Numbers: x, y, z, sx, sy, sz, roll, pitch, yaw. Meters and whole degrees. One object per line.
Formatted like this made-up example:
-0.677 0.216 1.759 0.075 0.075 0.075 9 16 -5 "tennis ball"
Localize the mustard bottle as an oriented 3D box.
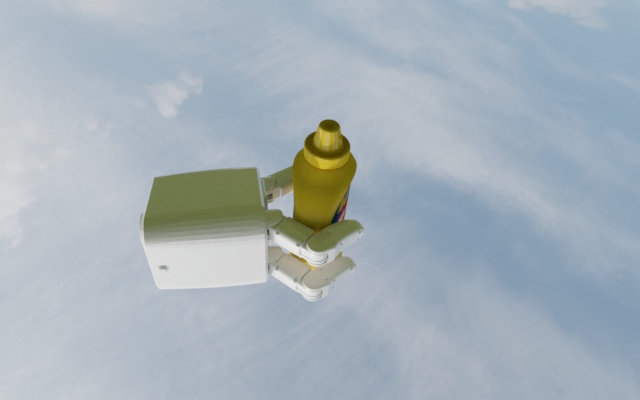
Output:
0.000 0.002 0.470 0.058 0.096 0.192 14 -43 8 "mustard bottle"
